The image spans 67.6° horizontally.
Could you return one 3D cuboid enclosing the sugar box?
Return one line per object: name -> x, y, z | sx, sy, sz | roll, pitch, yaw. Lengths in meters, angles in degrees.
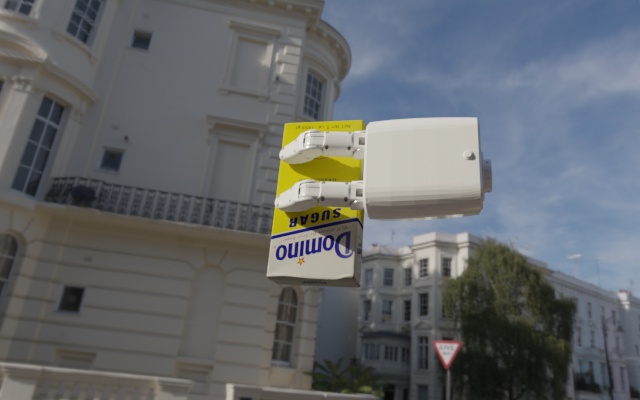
sugar box -> 0.000, 0.001, 0.513 | 0.093, 0.176, 0.048 | -1, -22, 14
